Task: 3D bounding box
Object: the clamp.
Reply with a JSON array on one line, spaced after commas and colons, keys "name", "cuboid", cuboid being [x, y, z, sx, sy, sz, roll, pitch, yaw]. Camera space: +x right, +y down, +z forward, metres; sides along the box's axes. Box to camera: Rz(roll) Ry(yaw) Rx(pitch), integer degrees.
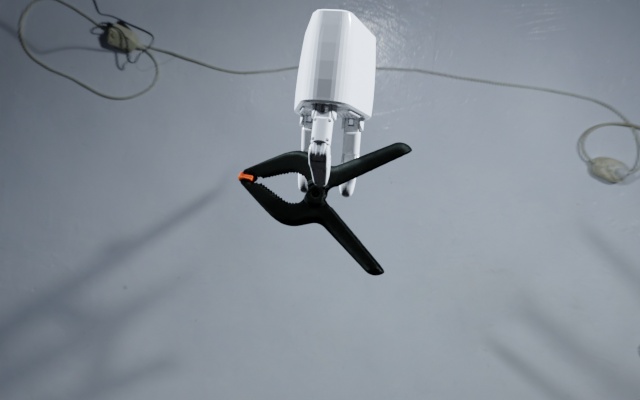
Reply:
[{"name": "clamp", "cuboid": [-0.001, 0.002, 0.592, 0.210, 0.164, 0.036, 6, -2, 8]}]
